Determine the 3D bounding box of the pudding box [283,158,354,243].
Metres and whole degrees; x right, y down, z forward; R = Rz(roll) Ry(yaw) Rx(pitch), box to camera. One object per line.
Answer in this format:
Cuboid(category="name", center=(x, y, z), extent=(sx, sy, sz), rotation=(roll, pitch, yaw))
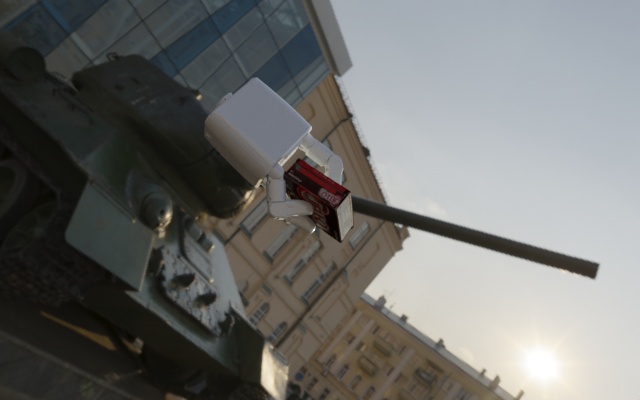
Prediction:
Cuboid(category="pudding box", center=(0.000, 0.002, 0.660), extent=(0.090, 0.039, 0.113), rotation=(35, -16, 22))
